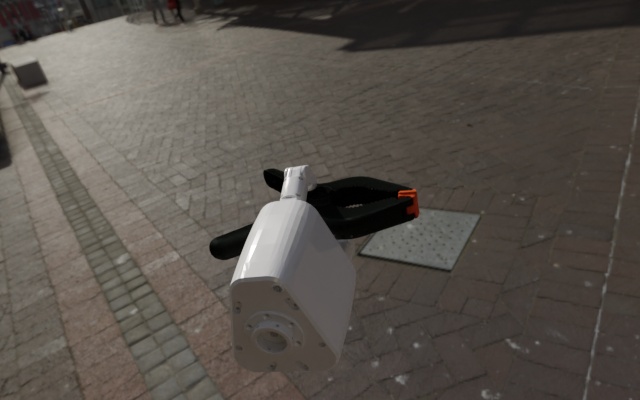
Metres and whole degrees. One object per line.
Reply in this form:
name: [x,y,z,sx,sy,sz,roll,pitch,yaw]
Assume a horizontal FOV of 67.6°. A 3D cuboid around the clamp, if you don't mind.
clamp: [0.000,0.001,0.522,0.210,0.036,0.164,-6,32,14]
